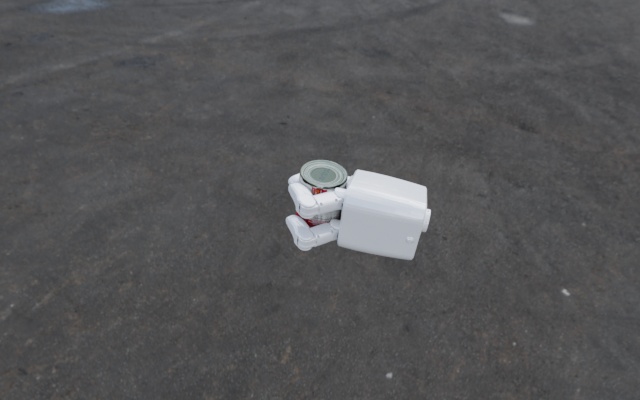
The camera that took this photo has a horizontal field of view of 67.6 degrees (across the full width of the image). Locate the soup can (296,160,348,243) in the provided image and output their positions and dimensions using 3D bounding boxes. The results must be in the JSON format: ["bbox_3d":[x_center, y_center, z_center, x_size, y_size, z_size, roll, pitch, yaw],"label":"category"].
[{"bbox_3d":[0.000,0.002,0.681,0.068,0.102,0.068,4,38,-3],"label":"soup can"}]
